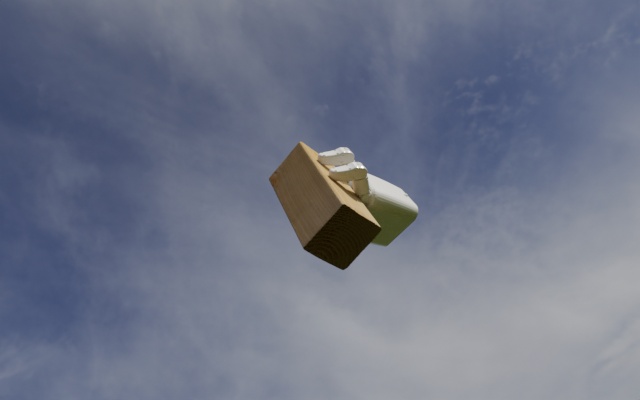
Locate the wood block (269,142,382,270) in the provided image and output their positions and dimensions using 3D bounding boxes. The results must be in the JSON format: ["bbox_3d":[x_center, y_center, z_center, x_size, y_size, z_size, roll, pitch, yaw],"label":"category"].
[{"bbox_3d":[0.000,0.003,0.767,0.090,0.091,0.206,32,15,-34],"label":"wood block"}]
